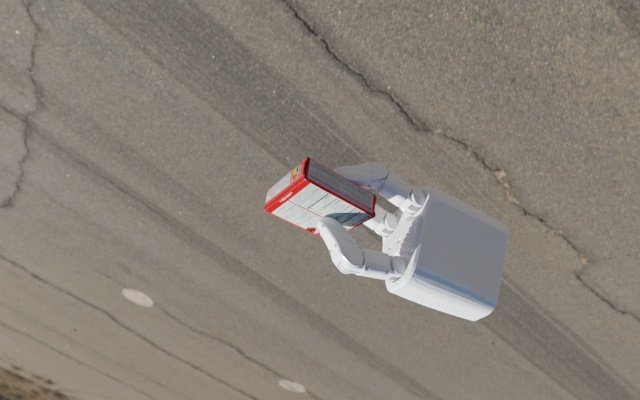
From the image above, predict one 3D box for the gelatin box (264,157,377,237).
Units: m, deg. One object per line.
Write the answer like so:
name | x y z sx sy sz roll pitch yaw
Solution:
gelatin box | 0.000 0.002 0.480 0.089 0.030 0.073 27 -39 -27
